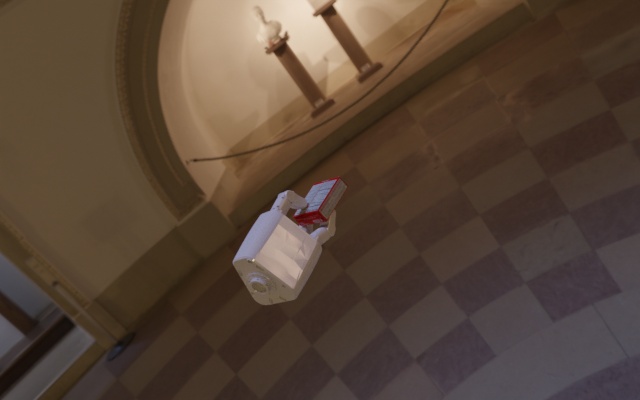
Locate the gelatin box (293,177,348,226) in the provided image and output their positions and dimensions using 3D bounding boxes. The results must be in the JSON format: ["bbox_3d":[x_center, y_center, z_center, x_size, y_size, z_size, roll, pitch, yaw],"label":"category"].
[{"bbox_3d":[0.000,0.002,0.860,0.030,0.089,0.073,46,-34,-23],"label":"gelatin box"}]
